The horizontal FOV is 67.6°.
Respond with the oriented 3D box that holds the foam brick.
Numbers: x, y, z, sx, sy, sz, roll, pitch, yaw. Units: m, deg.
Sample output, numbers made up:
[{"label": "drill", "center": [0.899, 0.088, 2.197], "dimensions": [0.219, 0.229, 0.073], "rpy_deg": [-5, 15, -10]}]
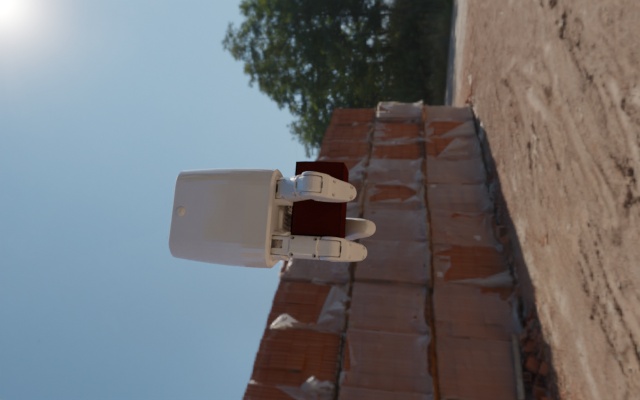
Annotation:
[{"label": "foam brick", "center": [0.000, 0.001, 0.497], "dimensions": [0.051, 0.078, 0.053], "rpy_deg": [3, -10, 9]}]
